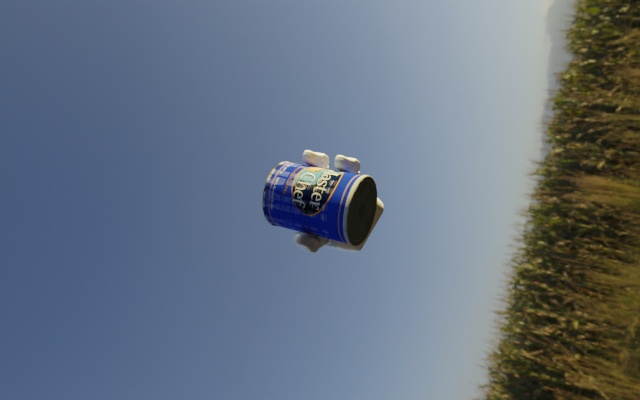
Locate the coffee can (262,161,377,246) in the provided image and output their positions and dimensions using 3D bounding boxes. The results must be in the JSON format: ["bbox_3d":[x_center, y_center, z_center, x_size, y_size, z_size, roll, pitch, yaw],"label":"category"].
[{"bbox_3d":[0.000,0.002,0.711,0.140,0.103,0.103,12,5,27],"label":"coffee can"}]
